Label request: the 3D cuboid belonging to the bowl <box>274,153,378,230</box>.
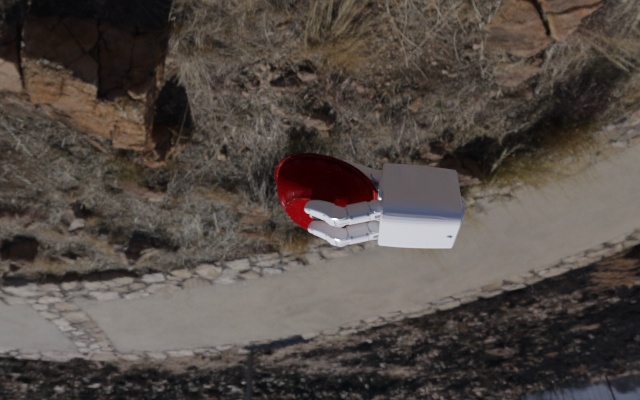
[{"bbox_3d":[-0.001,0.003,0.704,0.162,0.055,0.162,14,-31,9],"label":"bowl"}]
